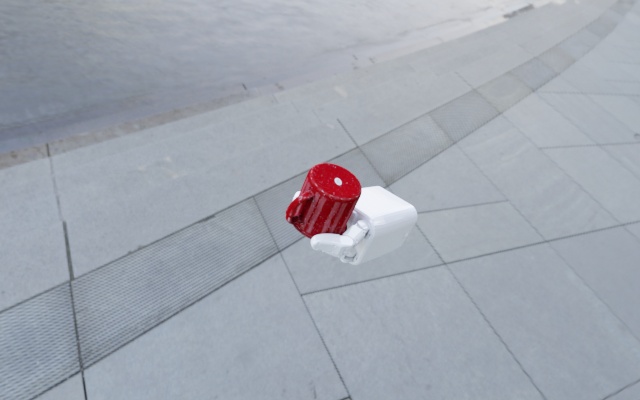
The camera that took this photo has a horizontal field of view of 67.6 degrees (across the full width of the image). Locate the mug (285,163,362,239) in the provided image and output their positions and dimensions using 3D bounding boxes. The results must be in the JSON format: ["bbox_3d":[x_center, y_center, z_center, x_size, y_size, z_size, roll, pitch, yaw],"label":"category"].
[{"bbox_3d":[-0.001,0.002,0.685,0.117,0.081,0.093,-13,51,-38],"label":"mug"}]
